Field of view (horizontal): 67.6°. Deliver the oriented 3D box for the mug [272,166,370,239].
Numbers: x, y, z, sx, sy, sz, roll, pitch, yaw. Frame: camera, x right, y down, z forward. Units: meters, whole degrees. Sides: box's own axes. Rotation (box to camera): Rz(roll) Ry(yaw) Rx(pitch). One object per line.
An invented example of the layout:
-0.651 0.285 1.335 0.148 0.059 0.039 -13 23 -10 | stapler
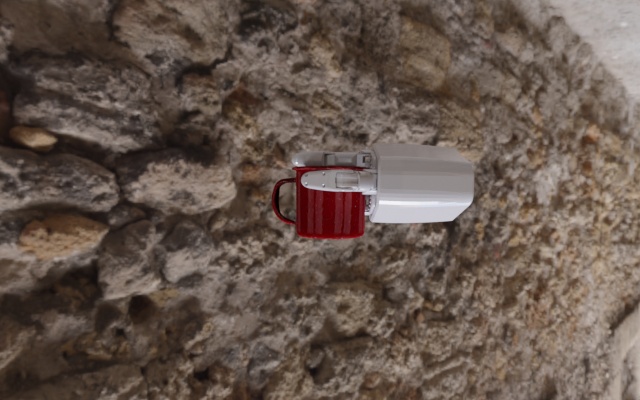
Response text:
-0.001 0.002 0.566 0.117 0.081 0.093 1 1 2 | mug
